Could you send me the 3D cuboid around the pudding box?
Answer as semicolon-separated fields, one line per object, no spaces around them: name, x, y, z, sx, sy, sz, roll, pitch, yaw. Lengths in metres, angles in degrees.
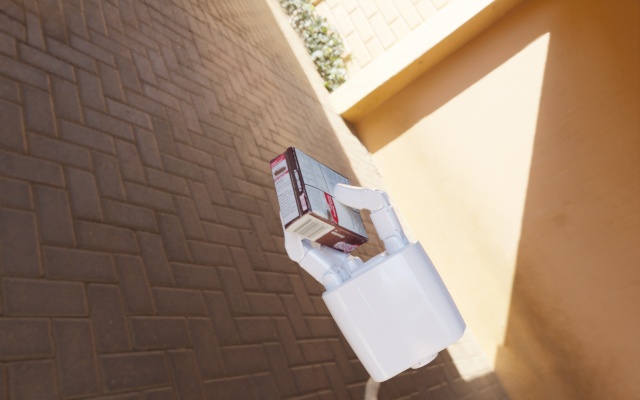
pudding box;0.000;0.002;0.528;0.039;0.090;0.113;-33;-35;23
